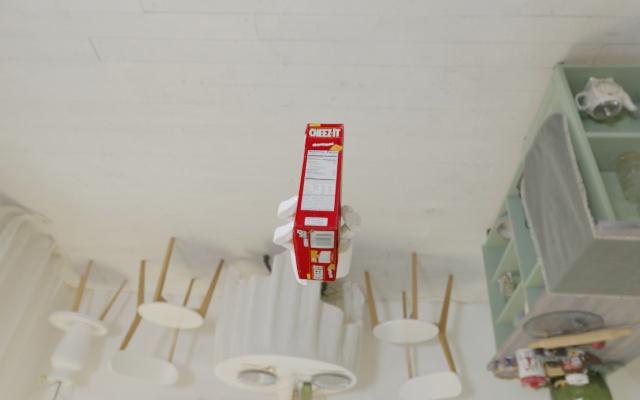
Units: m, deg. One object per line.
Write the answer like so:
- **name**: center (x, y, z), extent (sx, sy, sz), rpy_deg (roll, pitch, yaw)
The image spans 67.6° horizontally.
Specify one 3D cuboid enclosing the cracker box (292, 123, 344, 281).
- **cracker box**: center (0.000, 0.003, 0.799), extent (0.072, 0.213, 0.164), rpy_deg (3, -37, 3)
